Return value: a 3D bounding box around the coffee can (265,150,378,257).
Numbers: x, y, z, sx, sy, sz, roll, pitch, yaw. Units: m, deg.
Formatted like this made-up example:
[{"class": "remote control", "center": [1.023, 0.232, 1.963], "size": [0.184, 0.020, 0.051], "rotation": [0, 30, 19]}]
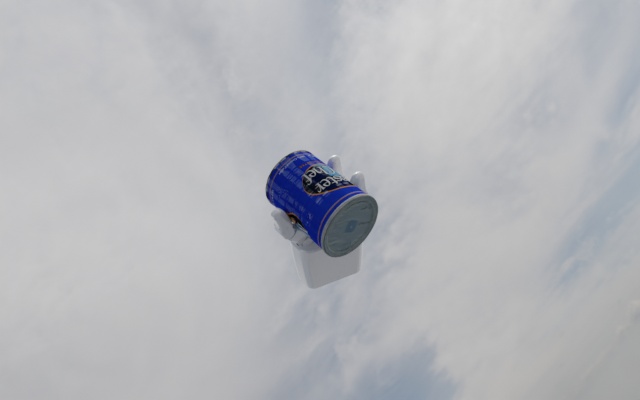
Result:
[{"class": "coffee can", "center": [0.000, 0.002, 0.704], "size": [0.103, 0.103, 0.140], "rotation": [0, 31, -47]}]
